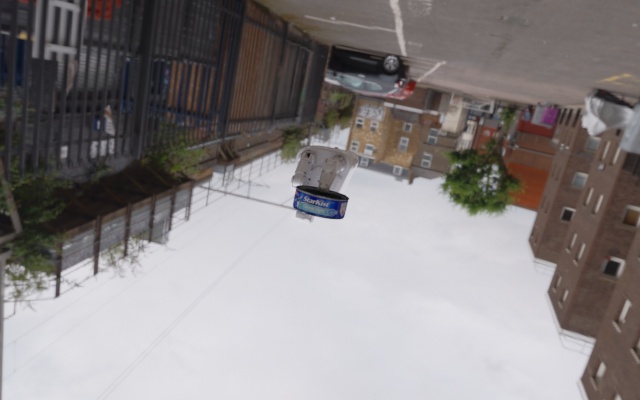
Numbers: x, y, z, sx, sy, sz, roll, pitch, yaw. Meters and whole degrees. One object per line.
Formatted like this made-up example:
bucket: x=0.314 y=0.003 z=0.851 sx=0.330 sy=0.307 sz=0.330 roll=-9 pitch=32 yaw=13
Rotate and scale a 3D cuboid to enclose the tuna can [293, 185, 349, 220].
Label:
tuna can: x=0.000 y=0.003 z=0.751 sx=0.086 sy=0.034 sz=0.086 roll=12 pitch=9 yaw=-2
